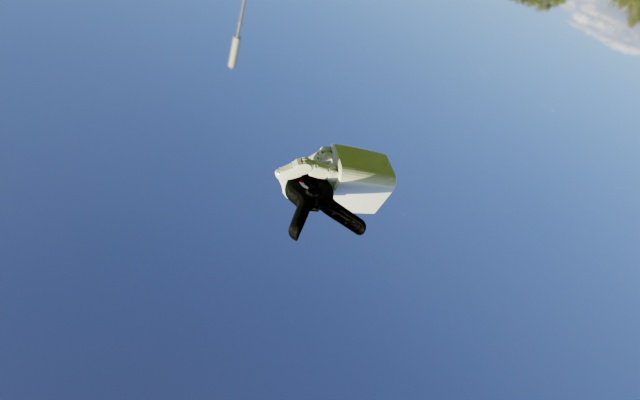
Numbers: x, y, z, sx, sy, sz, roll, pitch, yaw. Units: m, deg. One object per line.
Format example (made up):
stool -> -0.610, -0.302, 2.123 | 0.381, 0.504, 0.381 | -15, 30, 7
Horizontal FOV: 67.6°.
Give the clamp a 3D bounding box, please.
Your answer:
clamp -> 0.000, 0.003, 0.756 | 0.120, 0.039, 0.171 | 7, 38, -18
